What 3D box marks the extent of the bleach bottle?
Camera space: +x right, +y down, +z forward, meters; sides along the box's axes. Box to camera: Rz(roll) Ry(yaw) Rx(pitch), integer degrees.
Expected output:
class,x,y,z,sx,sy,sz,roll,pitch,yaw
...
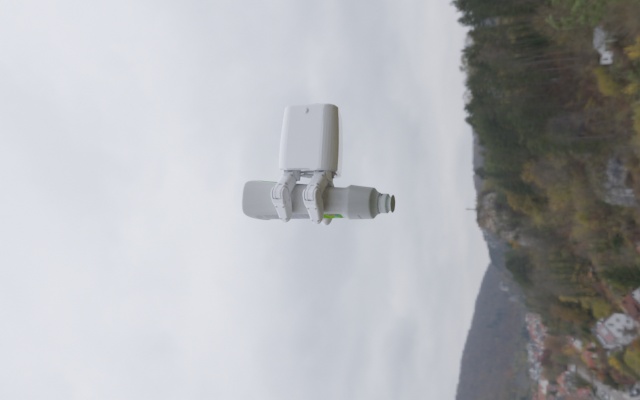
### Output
class,x,y,z,sx,sy,sz,roll,pitch,yaw
bleach bottle,0.000,0.003,0.789,0.251,0.068,0.102,2,-5,24
